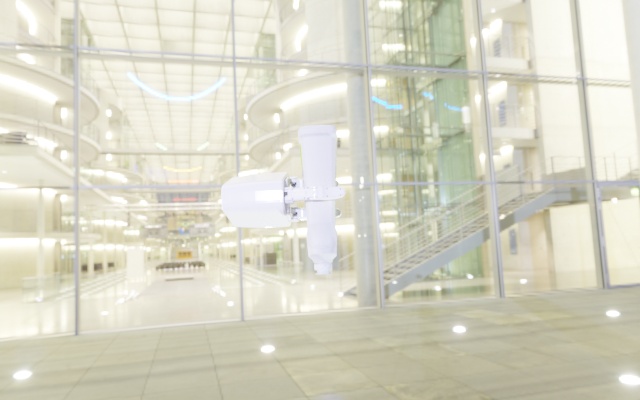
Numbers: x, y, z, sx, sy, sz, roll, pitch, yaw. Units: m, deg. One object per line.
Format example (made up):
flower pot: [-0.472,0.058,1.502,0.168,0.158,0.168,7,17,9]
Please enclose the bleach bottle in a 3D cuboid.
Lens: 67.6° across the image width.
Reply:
bleach bottle: [0.000,0.003,0.834,0.068,0.251,0.102,-2,-5,1]
